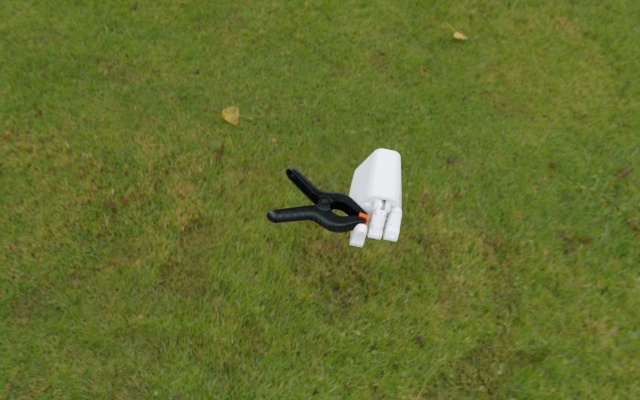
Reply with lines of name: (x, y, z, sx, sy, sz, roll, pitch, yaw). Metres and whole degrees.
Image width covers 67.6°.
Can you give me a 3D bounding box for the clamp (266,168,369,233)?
clamp: (0.000, 0.002, 0.827, 0.171, 0.120, 0.039, 13, -34, -6)
